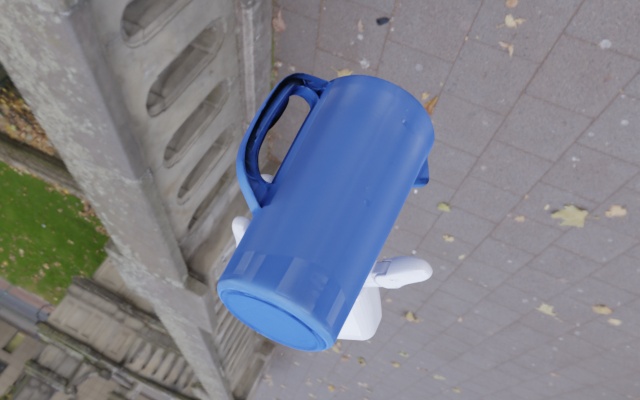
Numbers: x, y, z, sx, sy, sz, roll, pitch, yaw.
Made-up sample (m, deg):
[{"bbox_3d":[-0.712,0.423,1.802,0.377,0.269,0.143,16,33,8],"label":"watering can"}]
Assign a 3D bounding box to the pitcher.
[{"bbox_3d":[0.000,0.002,0.444,0.149,0.242,0.145,14,-34,23],"label":"pitcher"}]
